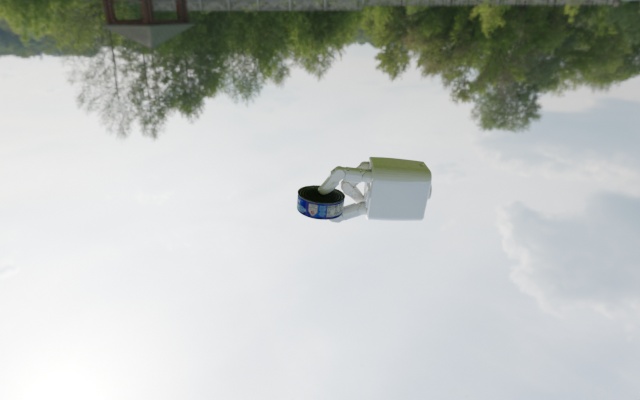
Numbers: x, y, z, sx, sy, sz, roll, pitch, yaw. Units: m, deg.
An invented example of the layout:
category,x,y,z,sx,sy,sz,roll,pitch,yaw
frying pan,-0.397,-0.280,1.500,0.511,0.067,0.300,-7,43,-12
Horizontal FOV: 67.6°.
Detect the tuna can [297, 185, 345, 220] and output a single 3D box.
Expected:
category,x,y,z,sx,sy,sz,roll,pitch,yaw
tuna can,0.000,0.003,0.857,0.086,0.034,0.086,5,22,-2
